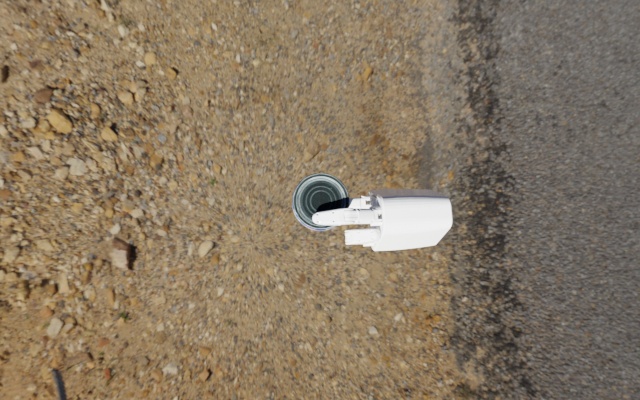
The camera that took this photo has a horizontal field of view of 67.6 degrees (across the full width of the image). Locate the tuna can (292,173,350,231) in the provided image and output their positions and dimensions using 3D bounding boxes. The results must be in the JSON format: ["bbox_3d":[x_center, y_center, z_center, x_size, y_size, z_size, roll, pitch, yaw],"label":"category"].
[{"bbox_3d":[0.000,0.002,0.713,0.086,0.086,0.034,0,-5,-3],"label":"tuna can"}]
